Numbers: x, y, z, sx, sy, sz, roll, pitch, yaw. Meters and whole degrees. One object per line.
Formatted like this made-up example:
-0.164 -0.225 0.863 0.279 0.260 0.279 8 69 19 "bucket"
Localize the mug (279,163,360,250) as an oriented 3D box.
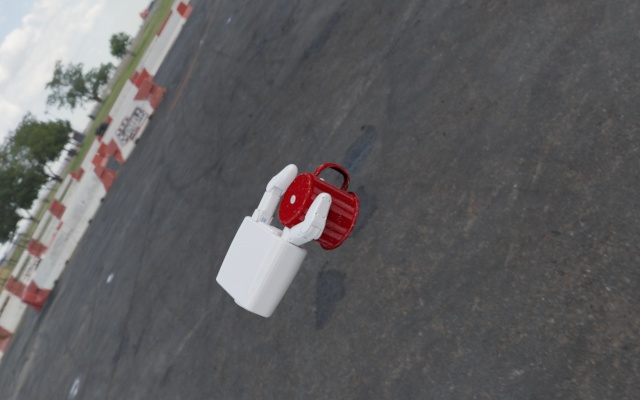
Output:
0.001 0.001 0.675 0.081 0.117 0.093 27 -2 -26 "mug"
